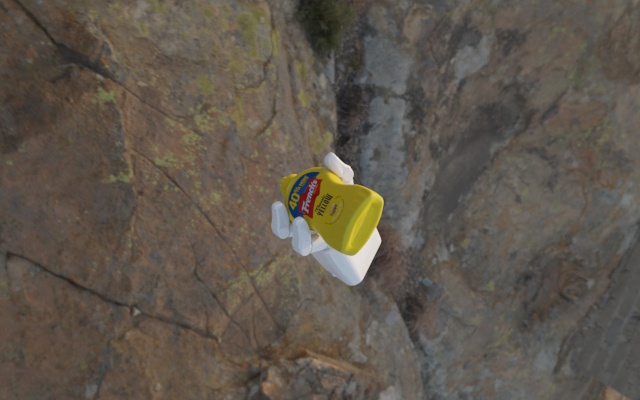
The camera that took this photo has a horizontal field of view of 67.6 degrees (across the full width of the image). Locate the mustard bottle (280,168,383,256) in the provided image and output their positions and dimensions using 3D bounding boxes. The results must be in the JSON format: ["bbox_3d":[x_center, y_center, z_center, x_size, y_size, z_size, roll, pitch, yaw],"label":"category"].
[{"bbox_3d":[0.000,0.002,0.717,0.058,0.096,0.191,25,3,-45],"label":"mustard bottle"}]
